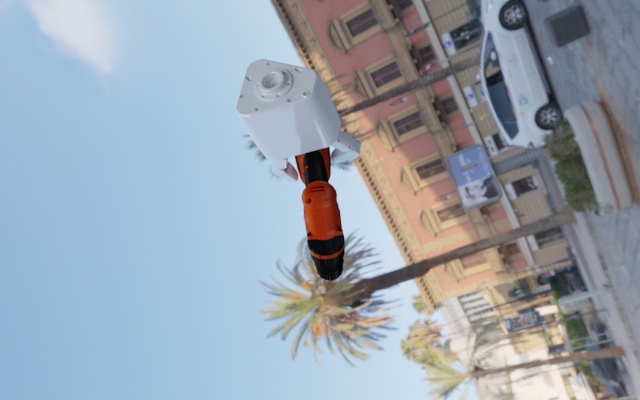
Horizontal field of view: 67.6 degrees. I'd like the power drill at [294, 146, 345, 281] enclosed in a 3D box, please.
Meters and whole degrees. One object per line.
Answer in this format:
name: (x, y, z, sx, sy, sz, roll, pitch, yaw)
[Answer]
power drill: (0.000, 0.002, 0.706, 0.057, 0.185, 0.187, -8, 45, -3)
